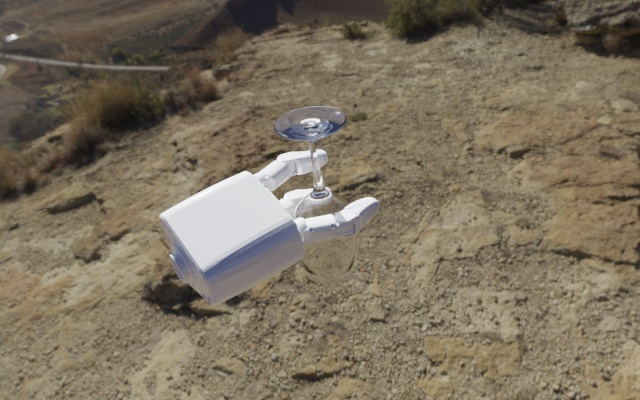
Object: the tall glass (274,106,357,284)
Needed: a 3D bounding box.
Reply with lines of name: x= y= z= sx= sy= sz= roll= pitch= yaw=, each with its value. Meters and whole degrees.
tall glass: x=0.000 y=0.001 z=0.539 sx=0.079 sy=0.201 sz=0.079 roll=-5 pitch=35 yaw=4
